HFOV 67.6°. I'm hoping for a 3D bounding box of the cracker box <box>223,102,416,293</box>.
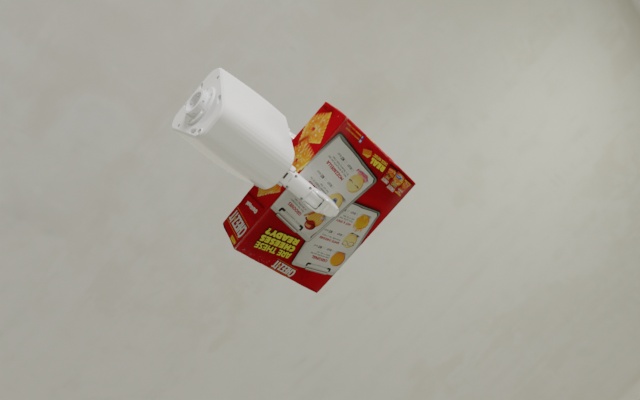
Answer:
[{"bbox_3d":[0.000,0.002,0.648,0.164,0.214,0.072,36,9,-38],"label":"cracker box"}]
